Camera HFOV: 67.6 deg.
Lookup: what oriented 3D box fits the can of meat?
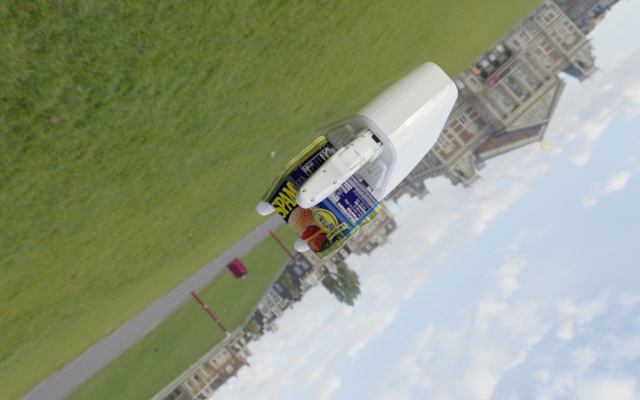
[{"bbox_3d":[0.000,0.002,0.447,0.057,0.084,0.102,-42,-1,-27],"label":"can of meat"}]
